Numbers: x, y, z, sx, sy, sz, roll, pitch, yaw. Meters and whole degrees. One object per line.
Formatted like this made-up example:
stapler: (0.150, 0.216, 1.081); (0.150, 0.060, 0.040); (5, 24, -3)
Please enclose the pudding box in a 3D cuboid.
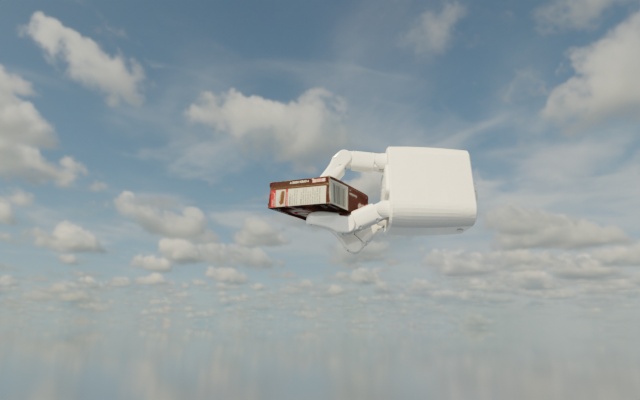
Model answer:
pudding box: (0.000, 0.002, 0.620); (0.090, 0.039, 0.113); (-6, -17, 29)
